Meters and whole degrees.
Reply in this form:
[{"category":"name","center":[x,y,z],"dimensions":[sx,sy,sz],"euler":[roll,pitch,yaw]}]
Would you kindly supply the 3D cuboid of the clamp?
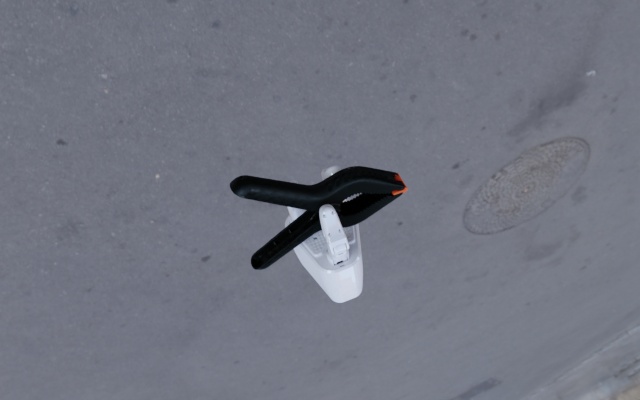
[{"category":"clamp","center":[0.001,0.002,0.555],"dimensions":[0.210,0.036,0.165],"euler":[-21,-35,-5]}]
